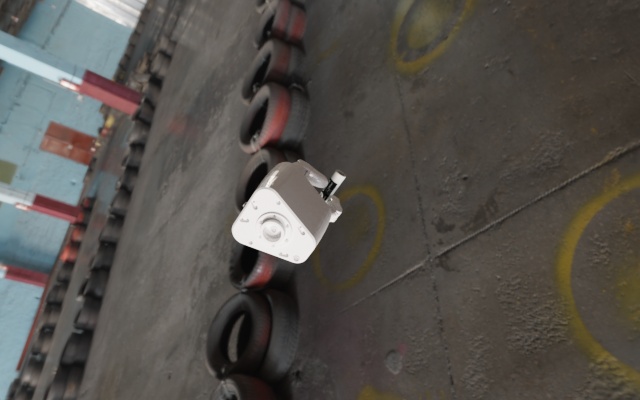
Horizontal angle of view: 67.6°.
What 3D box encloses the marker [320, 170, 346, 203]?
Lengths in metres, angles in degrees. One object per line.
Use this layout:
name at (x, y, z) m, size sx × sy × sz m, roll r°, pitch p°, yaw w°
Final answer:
marker at (0.000, 0.002, 0.769) m, size 0.020 × 0.121 × 0.020 m, roll 29°, pitch 24°, yaw -14°
